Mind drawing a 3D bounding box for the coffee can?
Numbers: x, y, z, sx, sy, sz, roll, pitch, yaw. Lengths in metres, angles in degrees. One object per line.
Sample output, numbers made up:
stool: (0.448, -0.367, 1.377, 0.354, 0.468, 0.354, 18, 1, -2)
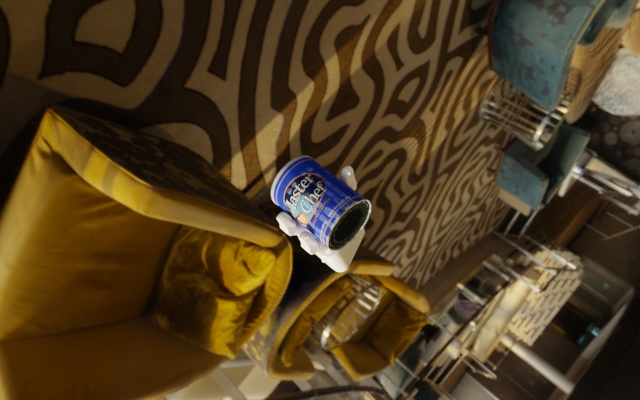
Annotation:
coffee can: (0.000, 0.002, 0.806, 0.140, 0.103, 0.103, 38, 20, 28)
